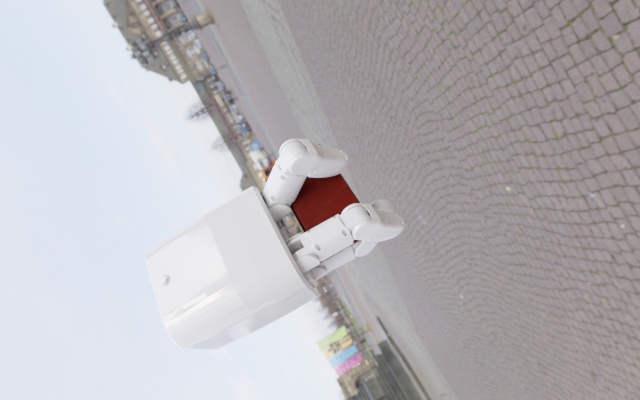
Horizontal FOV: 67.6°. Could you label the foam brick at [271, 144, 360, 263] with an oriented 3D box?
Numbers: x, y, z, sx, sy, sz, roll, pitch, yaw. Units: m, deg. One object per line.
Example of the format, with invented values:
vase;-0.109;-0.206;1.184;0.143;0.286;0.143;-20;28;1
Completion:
foam brick;0.000;0.001;0.414;0.051;0.078;0.053;-30;-36;-2
